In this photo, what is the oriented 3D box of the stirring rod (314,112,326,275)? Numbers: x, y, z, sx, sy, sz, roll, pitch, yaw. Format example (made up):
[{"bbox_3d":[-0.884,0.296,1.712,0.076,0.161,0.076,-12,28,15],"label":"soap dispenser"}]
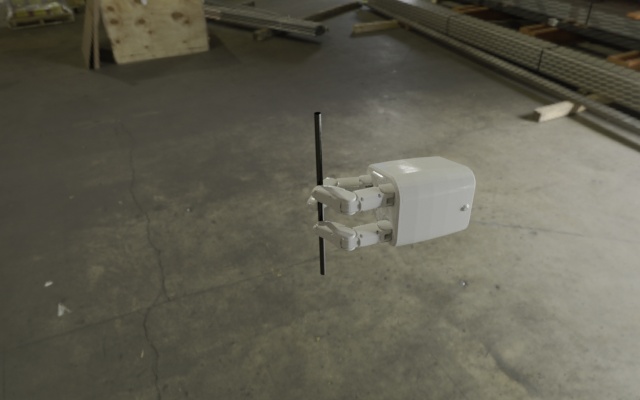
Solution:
[{"bbox_3d":[0.000,0.002,0.604,0.011,0.240,0.011,-1,34,1],"label":"stirring rod"}]
